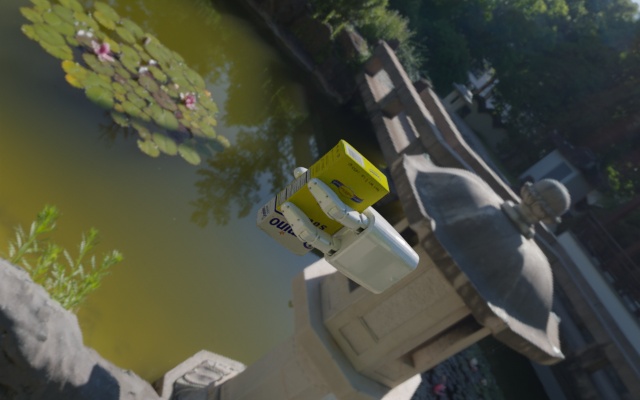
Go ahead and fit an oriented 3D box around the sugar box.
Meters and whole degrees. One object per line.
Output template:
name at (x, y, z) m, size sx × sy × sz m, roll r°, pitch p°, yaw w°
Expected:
sugar box at (0.000, 0.003, 0.681) m, size 0.093 × 0.176 × 0.048 m, roll 38°, pitch 25°, yaw -26°
